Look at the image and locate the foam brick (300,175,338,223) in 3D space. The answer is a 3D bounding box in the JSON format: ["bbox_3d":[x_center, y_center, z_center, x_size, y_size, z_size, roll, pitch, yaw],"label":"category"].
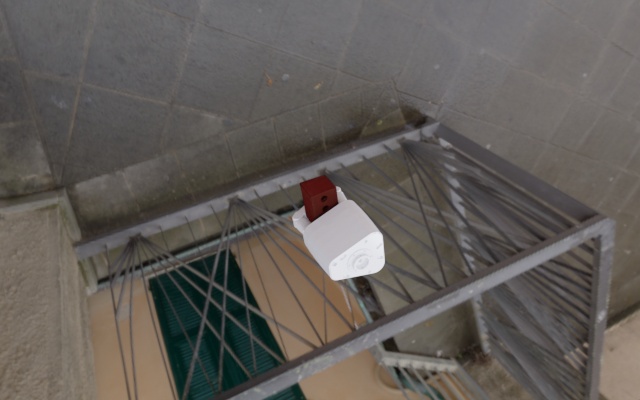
[{"bbox_3d":[0.000,0.003,0.873,0.053,0.078,0.051,-21,37,-14],"label":"foam brick"}]
